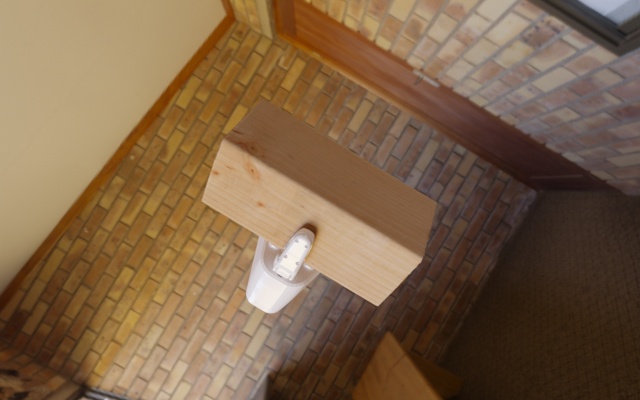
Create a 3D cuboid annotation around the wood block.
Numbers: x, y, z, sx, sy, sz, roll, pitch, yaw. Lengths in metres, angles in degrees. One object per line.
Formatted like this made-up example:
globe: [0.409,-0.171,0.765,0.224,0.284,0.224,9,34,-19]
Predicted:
wood block: [0.000,0.002,0.478,0.206,0.090,0.090,31,42,-1]
